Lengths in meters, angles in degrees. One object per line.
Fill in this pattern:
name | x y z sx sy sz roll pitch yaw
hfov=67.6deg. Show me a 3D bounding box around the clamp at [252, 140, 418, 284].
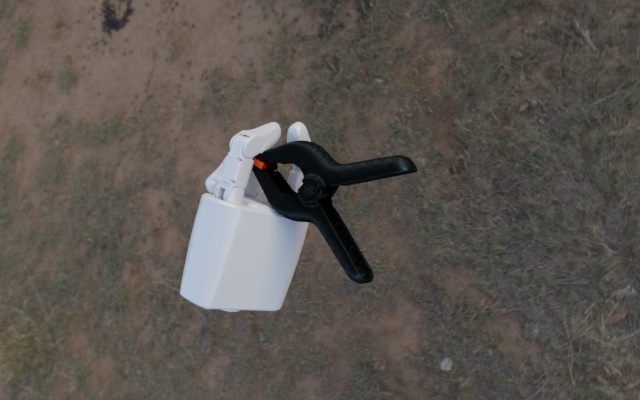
clamp | 0.000 0.001 0.455 0.171 0.120 0.039 18 4 33
